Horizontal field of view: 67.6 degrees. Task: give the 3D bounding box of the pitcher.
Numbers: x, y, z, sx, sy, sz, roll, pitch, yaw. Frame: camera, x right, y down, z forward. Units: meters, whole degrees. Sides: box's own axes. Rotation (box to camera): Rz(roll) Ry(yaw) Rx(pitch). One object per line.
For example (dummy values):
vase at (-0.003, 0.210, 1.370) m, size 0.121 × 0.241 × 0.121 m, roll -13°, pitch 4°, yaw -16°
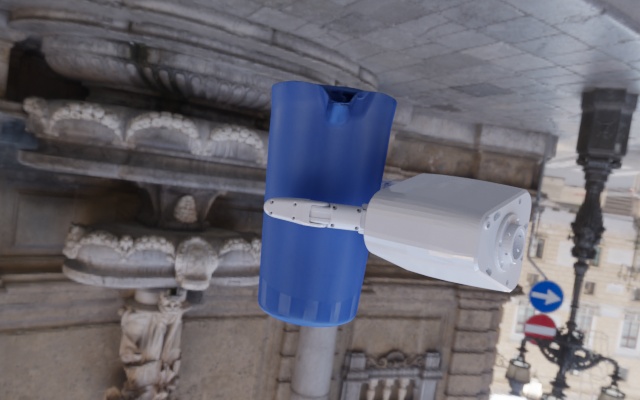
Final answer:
pitcher at (0.000, 0.002, 0.521) m, size 0.145 × 0.243 × 0.149 m, roll 10°, pitch 4°, yaw 39°
